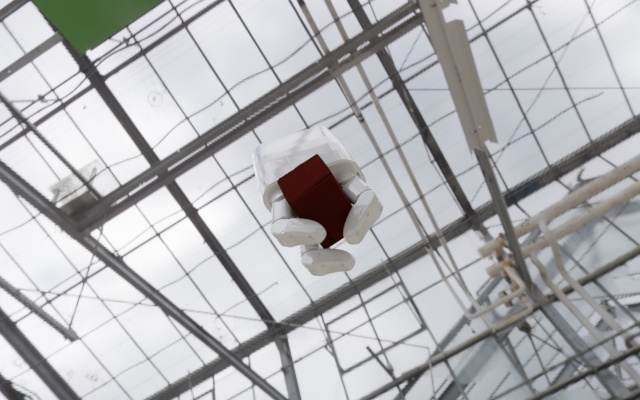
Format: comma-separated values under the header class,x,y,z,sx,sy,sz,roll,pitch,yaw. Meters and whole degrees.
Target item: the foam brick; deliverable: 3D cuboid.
class,x,y,z,sx,sy,sz,roll,pitch,yaw
foam brick,0.000,0.001,0.496,0.053,0.078,0.051,-33,36,2
